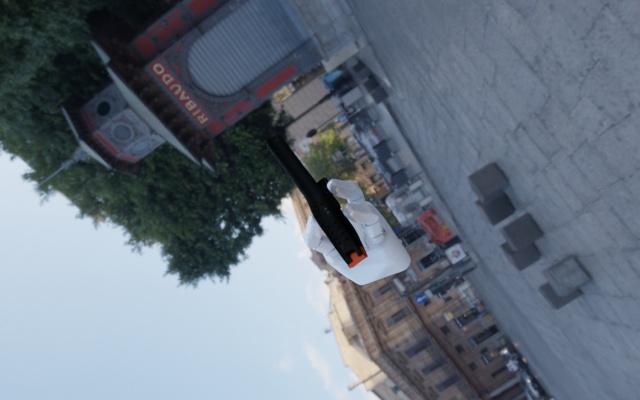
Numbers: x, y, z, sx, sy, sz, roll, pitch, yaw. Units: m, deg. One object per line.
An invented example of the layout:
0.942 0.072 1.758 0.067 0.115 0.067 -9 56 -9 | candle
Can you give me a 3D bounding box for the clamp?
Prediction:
0.000 0.003 0.673 0.036 0.209 0.165 -38 -42 10 | clamp
